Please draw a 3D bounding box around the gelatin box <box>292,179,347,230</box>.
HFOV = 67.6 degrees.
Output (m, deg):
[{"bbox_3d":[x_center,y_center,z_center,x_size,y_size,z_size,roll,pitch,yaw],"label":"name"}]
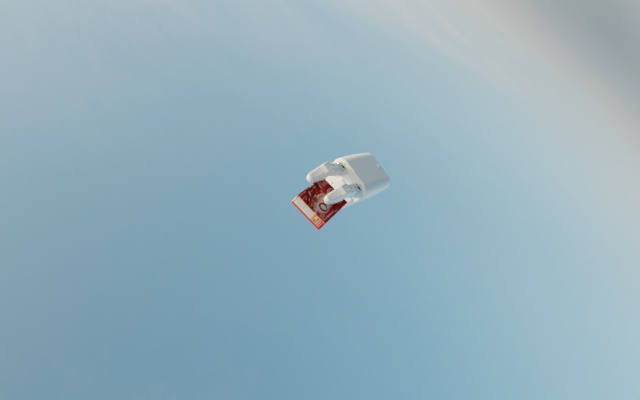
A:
[{"bbox_3d":[0.000,0.003,0.898,0.089,0.073,0.030,-40,-5,-47],"label":"gelatin box"}]
